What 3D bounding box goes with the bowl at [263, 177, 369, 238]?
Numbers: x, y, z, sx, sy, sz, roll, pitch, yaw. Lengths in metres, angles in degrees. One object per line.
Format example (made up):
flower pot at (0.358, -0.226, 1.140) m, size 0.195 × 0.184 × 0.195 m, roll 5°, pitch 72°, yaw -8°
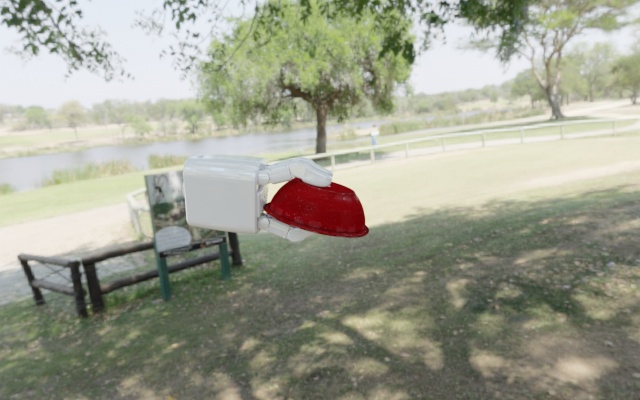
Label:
bowl at (0.001, 0.002, 0.707) m, size 0.162 × 0.055 × 0.162 m, roll 13°, pitch 11°, yaw -3°
